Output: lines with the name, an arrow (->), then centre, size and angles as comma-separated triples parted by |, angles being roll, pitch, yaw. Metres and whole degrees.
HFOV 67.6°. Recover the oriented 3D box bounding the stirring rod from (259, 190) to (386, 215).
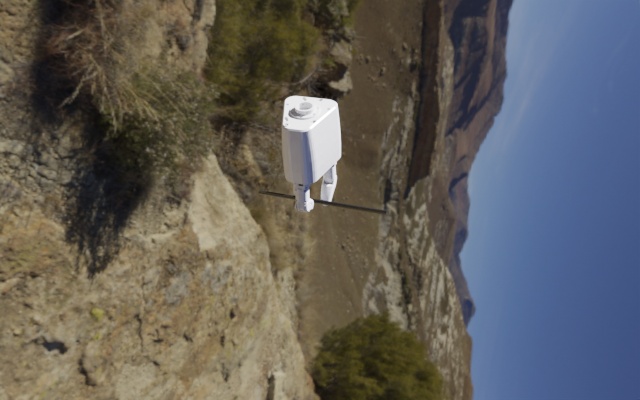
stirring rod -> 0.000, 0.003, 0.871 | 0.239, 0.011, 0.011 | 9, 2, 14
